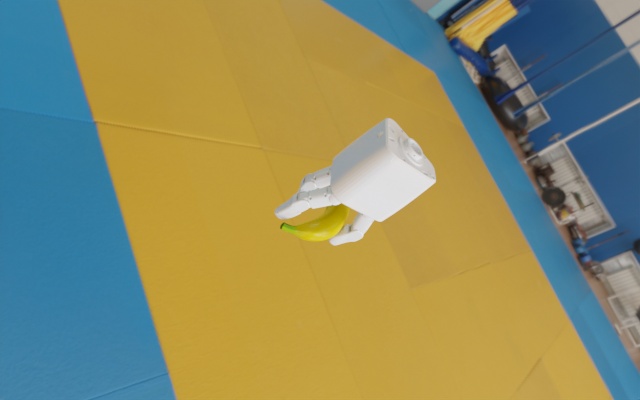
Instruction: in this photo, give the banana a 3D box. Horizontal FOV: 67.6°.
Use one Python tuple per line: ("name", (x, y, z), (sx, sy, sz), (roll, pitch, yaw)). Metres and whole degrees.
("banana", (0.012, 0.017, 0.761), (0.037, 0.069, 0.197), (-44, -1, 33))
